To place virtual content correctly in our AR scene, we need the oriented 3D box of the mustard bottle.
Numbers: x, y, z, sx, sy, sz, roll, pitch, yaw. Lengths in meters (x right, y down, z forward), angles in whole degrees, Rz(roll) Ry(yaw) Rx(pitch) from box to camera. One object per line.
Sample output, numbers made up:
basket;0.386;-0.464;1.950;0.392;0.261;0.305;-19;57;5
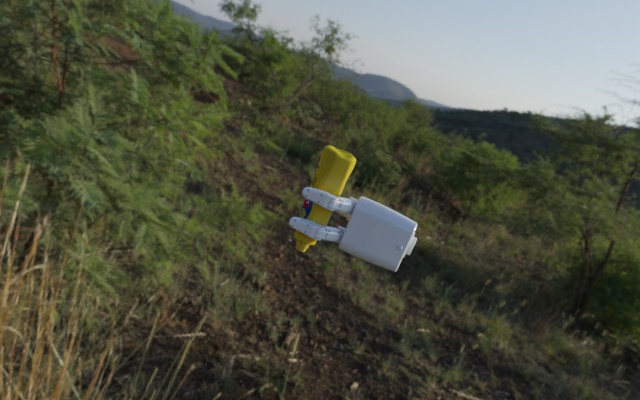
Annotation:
mustard bottle;0.000;0.002;0.836;0.058;0.192;0.096;19;12;-13
